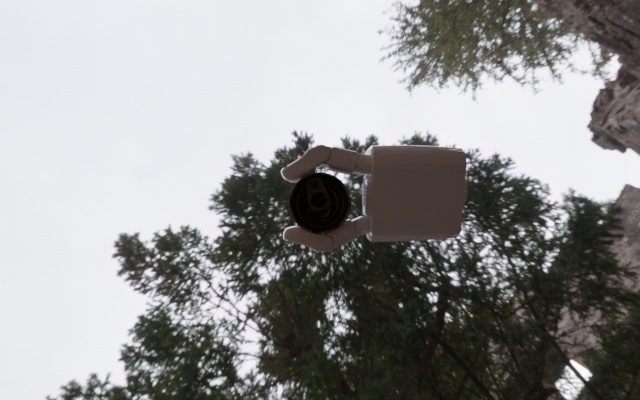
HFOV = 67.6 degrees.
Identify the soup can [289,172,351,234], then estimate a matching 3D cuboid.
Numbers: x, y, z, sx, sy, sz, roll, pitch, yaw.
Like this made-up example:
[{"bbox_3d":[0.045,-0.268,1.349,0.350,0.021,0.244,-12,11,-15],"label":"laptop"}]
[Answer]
[{"bbox_3d":[0.000,0.002,0.572,0.068,0.068,0.102,0,2,1],"label":"soup can"}]
